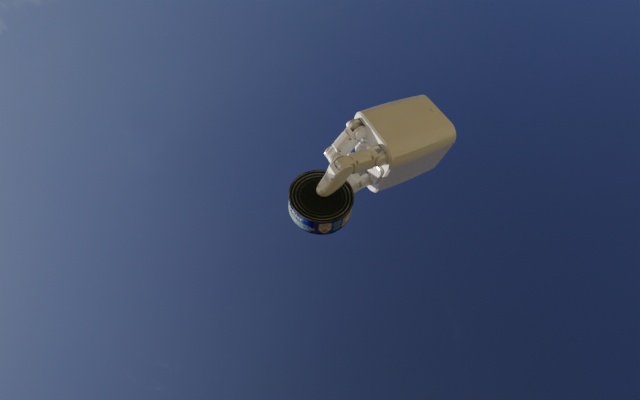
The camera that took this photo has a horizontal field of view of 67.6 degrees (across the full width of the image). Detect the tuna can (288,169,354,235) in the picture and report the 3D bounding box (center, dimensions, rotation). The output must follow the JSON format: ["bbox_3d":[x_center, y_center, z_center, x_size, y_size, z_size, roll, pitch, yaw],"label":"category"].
[{"bbox_3d":[0.000,0.002,0.630,0.086,0.086,0.034,0,-37,-6],"label":"tuna can"}]
